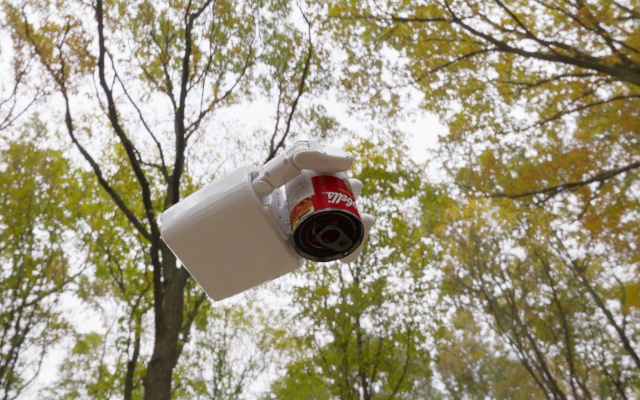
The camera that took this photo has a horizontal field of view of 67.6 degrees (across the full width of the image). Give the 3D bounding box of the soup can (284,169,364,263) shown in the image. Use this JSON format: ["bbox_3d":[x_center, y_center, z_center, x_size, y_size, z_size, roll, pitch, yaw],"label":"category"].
[{"bbox_3d":[0.000,0.001,0.474,0.068,0.069,0.102,0,40,-11],"label":"soup can"}]
